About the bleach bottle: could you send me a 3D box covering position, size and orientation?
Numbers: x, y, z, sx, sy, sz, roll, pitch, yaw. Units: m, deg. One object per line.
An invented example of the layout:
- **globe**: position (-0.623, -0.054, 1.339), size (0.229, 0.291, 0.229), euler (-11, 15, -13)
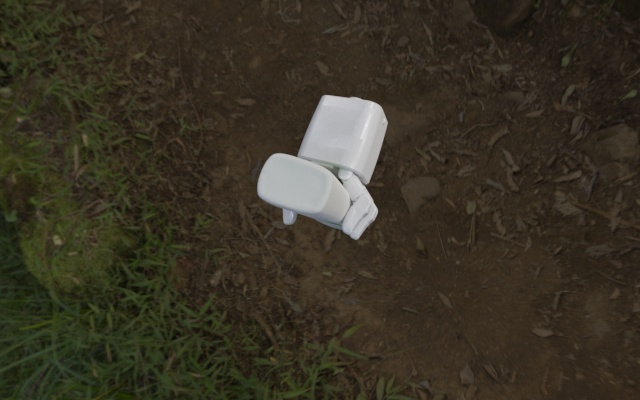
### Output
- **bleach bottle**: position (0.000, 0.002, 0.715), size (0.102, 0.068, 0.251), euler (18, -6, 18)
